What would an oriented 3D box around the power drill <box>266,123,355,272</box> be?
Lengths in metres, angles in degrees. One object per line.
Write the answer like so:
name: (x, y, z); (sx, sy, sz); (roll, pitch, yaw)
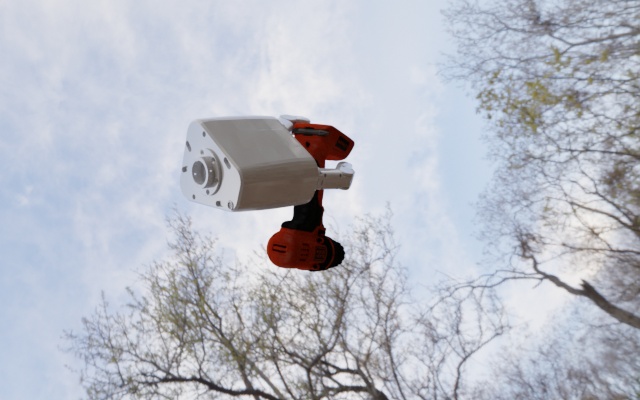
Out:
power drill: (0.000, 0.002, 0.637); (0.057, 0.187, 0.184); (6, -5, 22)
